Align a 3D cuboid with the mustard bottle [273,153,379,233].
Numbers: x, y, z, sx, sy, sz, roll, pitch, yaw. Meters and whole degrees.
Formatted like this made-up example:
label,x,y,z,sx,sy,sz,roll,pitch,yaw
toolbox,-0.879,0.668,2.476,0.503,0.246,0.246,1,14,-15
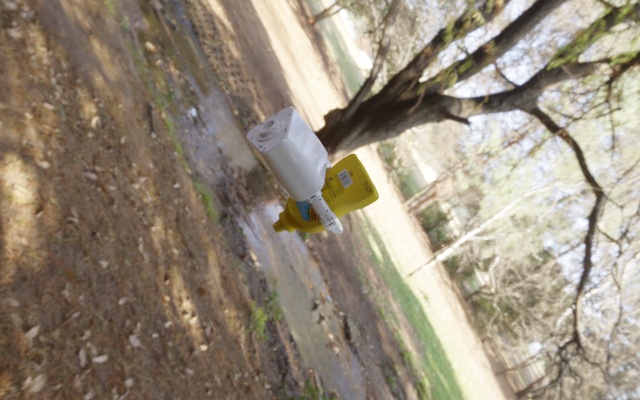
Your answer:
label,x,y,z,sx,sy,sz,roll,pitch,yaw
mustard bottle,0.001,0.003,0.834,0.191,0.096,0.058,-30,-32,10
